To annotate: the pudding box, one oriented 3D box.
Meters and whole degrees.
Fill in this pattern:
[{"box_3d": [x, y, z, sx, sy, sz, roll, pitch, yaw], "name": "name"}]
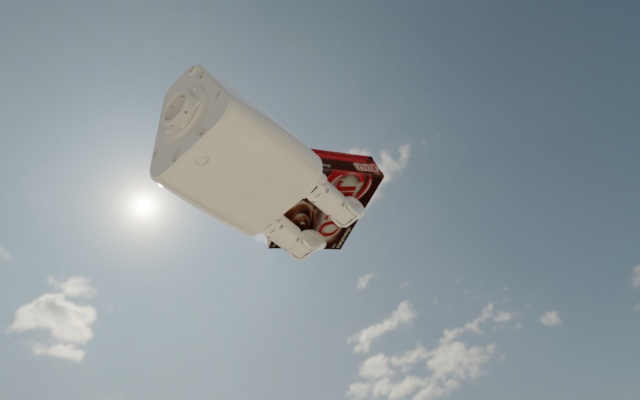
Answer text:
[{"box_3d": [0.000, 0.001, 0.493, 0.090, 0.039, 0.114, 5, -47, -29], "name": "pudding box"}]
